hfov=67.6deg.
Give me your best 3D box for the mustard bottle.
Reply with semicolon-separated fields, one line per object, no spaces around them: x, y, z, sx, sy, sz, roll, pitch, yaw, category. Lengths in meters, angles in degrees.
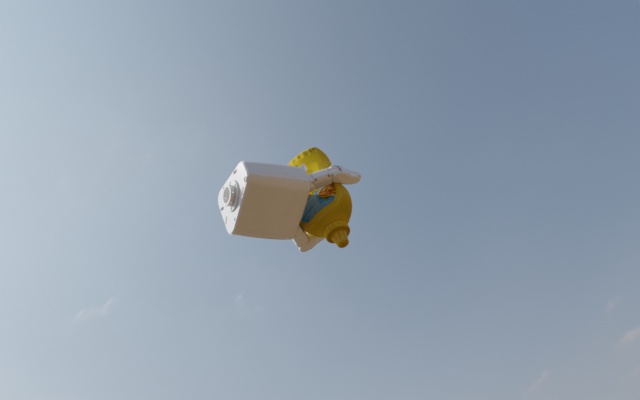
0.000;0.002;0.785;0.096;0.191;0.058;-41;-42;14;mustard bottle
